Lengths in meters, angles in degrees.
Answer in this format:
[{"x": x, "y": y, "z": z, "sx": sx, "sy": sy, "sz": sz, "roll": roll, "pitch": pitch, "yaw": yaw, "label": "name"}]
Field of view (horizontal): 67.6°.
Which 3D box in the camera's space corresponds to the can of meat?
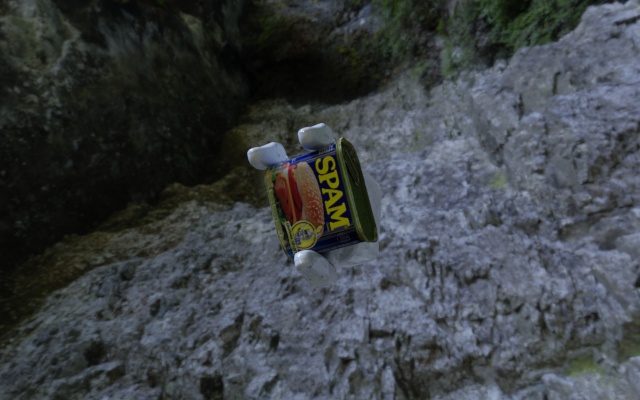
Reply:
[{"x": 0.000, "y": 0.002, "z": 0.466, "sx": 0.084, "sy": 0.102, "sz": 0.057, "roll": -17, "pitch": -11, "yaw": 19, "label": "can of meat"}]
